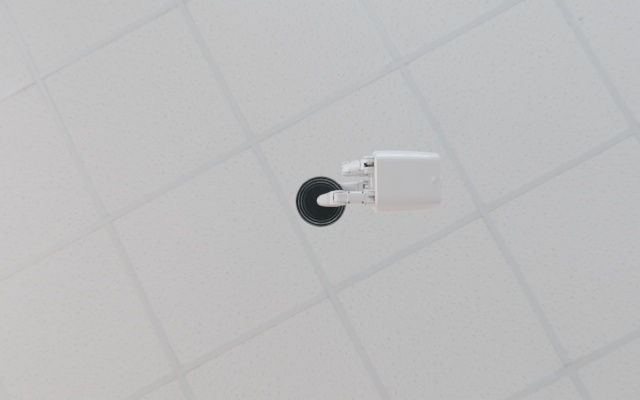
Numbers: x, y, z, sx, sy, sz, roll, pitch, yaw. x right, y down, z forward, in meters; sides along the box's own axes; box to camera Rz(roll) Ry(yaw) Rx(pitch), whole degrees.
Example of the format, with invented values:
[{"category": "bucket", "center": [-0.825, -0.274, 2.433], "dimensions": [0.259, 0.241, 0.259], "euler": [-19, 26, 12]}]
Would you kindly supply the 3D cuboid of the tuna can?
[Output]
[{"category": "tuna can", "center": [0.000, 0.003, 0.816], "dimensions": [0.086, 0.086, 0.034], "euler": [0, -4, -3]}]
